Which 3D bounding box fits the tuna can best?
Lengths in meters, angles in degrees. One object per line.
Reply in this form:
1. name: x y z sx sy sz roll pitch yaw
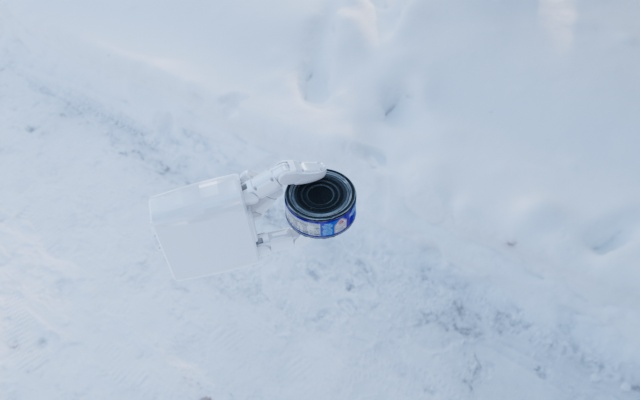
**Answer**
1. tuna can: 0.000 0.001 0.564 0.086 0.086 0.034 0 -42 1
